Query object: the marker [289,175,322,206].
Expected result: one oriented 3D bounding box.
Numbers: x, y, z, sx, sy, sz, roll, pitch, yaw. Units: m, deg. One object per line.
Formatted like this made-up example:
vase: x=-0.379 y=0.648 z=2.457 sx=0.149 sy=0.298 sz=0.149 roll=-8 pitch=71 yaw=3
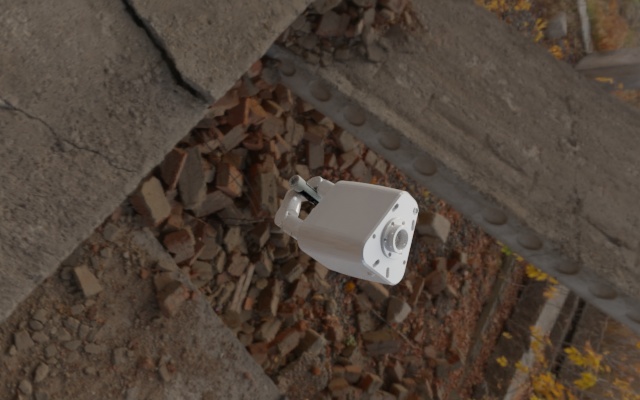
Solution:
marker: x=0.000 y=0.002 z=0.677 sx=0.020 sy=0.020 sz=0.121 roll=0 pitch=-28 yaw=42
